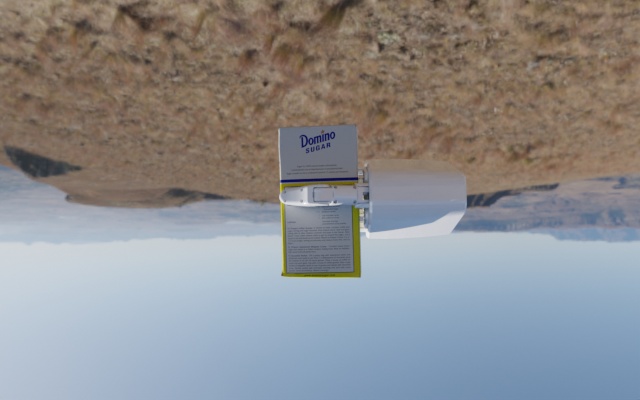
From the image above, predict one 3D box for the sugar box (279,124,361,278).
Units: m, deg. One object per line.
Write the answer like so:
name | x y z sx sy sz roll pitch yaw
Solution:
sugar box | 0.000 0.002 0.564 0.093 0.176 0.048 -1 -4 5
